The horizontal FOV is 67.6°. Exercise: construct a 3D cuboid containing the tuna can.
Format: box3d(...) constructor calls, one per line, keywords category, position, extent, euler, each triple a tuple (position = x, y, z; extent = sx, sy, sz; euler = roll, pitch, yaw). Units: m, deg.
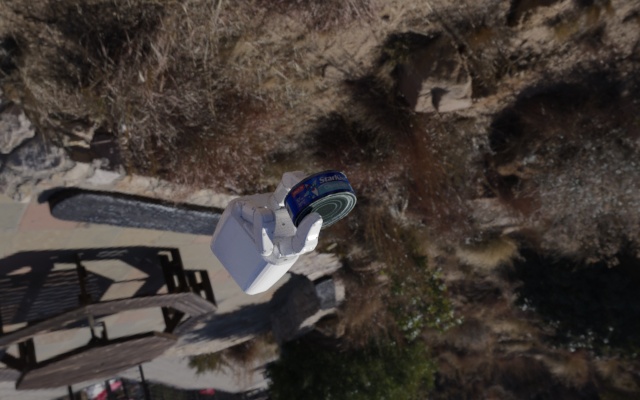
box3d(category="tuna can", position=(0.000, 0.002, 0.589), extent=(0.086, 0.033, 0.086), euler=(-21, -26, -11))
